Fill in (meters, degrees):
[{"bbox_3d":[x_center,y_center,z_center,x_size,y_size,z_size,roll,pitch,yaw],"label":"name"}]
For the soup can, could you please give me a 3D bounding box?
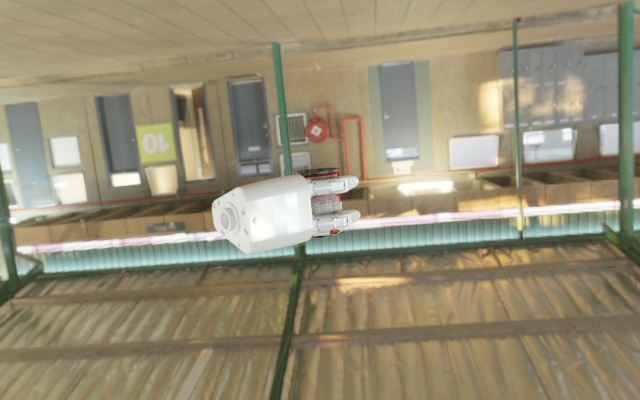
[{"bbox_3d":[0.000,0.003,0.754,0.068,0.102,0.068,-5,9,1],"label":"soup can"}]
